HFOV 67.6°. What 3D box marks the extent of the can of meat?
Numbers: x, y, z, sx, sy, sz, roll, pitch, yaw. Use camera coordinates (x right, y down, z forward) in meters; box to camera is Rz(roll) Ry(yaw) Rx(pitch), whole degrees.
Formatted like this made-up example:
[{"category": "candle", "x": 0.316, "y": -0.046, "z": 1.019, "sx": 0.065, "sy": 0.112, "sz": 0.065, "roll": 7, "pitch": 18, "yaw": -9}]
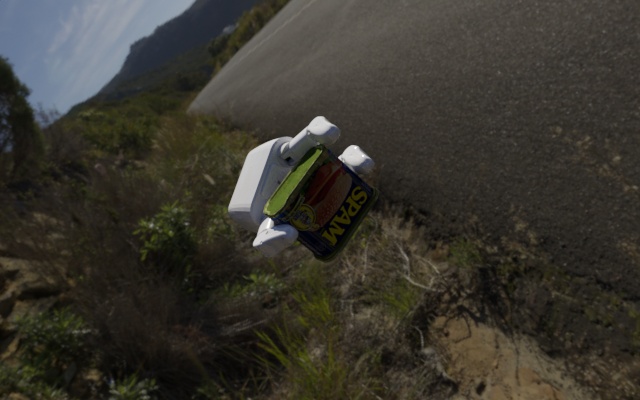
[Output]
[{"category": "can of meat", "x": 0.000, "y": 0.002, "z": 0.521, "sx": 0.084, "sy": 0.102, "sz": 0.057, "roll": 40, "pitch": -13, "yaw": -21}]
